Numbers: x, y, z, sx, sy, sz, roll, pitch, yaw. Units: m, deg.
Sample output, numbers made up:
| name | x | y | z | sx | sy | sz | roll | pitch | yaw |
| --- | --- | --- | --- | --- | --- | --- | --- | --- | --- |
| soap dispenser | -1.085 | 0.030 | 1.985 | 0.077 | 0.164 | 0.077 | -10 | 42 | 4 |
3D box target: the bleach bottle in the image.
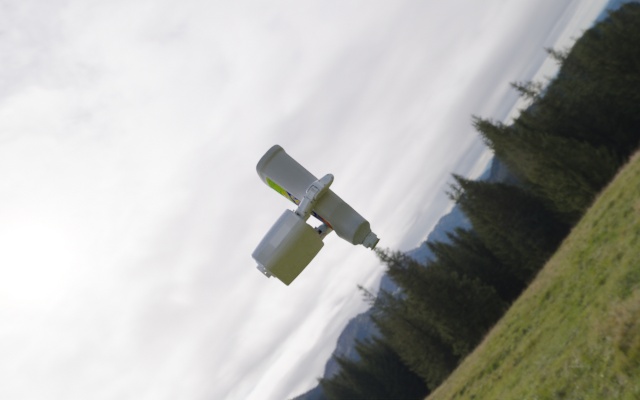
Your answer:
| name | x | y | z | sx | sy | sz | roll | pitch | yaw |
| --- | --- | --- | --- | --- | --- | --- | --- | --- | --- |
| bleach bottle | 0.000 | 0.003 | 0.867 | 0.251 | 0.068 | 0.103 | 37 | -12 | 17 |
